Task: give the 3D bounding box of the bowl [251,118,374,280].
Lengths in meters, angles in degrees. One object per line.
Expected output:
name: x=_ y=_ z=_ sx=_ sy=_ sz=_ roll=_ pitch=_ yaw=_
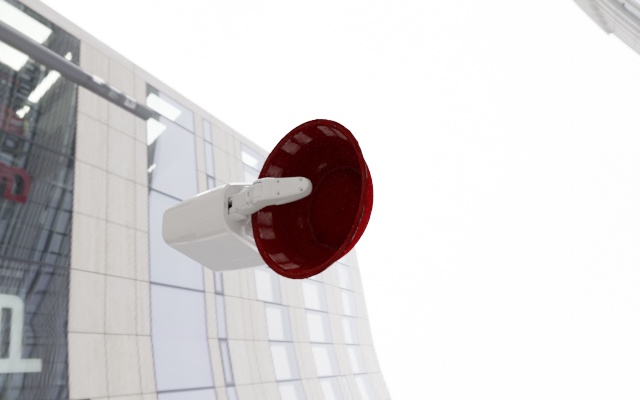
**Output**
bowl: x=0.001 y=0.002 z=0.486 sx=0.162 sy=0.162 sz=0.055 roll=0 pitch=-12 yaw=46
